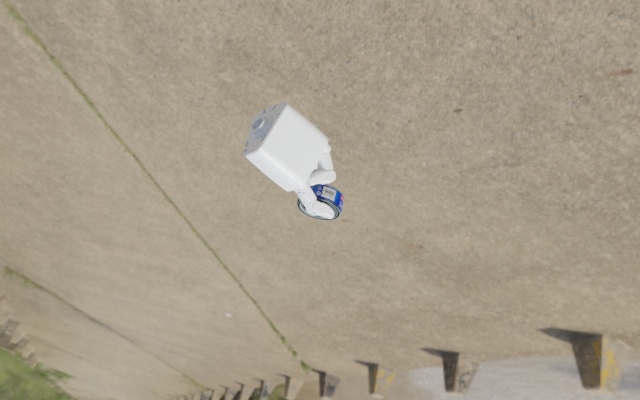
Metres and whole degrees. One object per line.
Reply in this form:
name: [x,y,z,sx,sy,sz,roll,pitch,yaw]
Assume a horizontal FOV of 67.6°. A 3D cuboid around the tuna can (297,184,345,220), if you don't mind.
tuna can: [0.000,0.003,0.893,0.086,0.033,0.086,11,-28,6]
